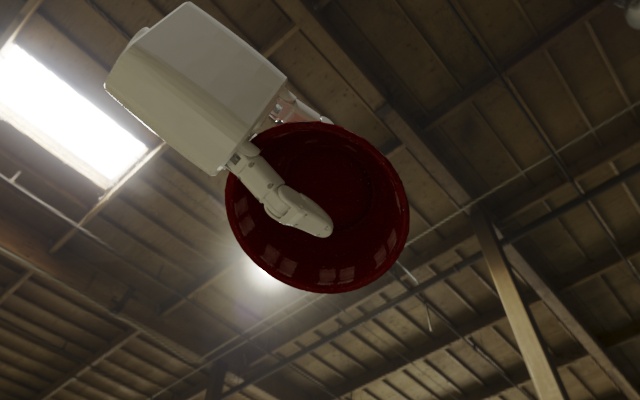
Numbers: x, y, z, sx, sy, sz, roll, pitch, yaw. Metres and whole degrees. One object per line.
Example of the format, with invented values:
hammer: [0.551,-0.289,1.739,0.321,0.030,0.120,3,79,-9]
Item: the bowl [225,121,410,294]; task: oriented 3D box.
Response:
bowl: [0.001,0.002,0.426,0.162,0.162,0.055,0,24,16]
